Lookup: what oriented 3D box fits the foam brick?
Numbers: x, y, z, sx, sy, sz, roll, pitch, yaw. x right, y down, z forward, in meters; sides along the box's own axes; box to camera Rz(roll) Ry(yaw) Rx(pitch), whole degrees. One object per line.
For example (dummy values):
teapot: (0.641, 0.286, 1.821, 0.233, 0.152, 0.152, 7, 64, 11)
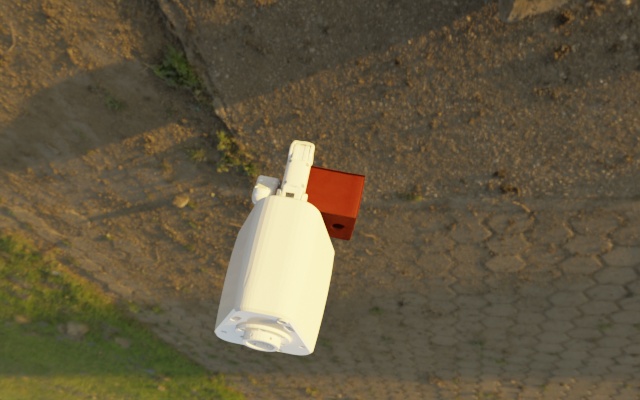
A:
foam brick: (0.000, 0.002, 0.481, 0.078, 0.051, 0.053, 11, -31, 1)
